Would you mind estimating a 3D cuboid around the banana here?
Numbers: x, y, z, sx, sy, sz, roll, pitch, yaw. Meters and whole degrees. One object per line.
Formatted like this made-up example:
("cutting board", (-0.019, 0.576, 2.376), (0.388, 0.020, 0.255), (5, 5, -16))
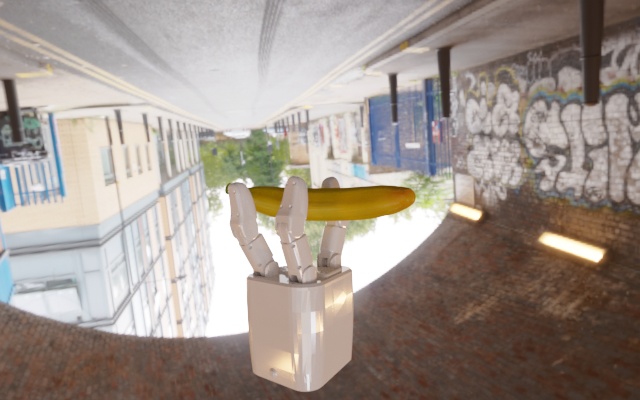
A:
("banana", (0.003, 0.003, 0.497), (0.198, 0.037, 0.069), (0, -4, 18))
